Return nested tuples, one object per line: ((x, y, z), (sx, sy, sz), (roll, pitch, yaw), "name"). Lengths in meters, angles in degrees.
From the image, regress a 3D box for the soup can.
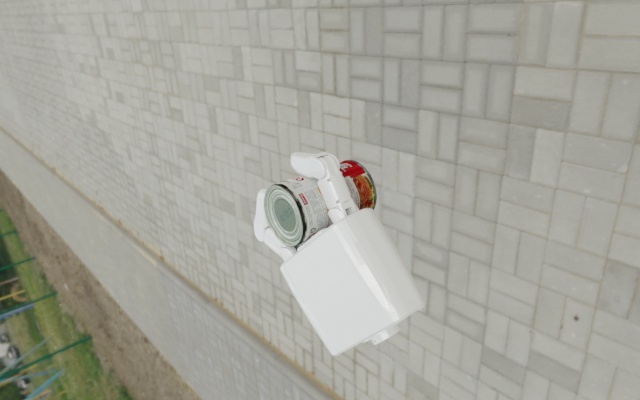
((0.000, 0.001, 0.504), (0.102, 0.068, 0.068), (-21, 13, -36), "soup can")
